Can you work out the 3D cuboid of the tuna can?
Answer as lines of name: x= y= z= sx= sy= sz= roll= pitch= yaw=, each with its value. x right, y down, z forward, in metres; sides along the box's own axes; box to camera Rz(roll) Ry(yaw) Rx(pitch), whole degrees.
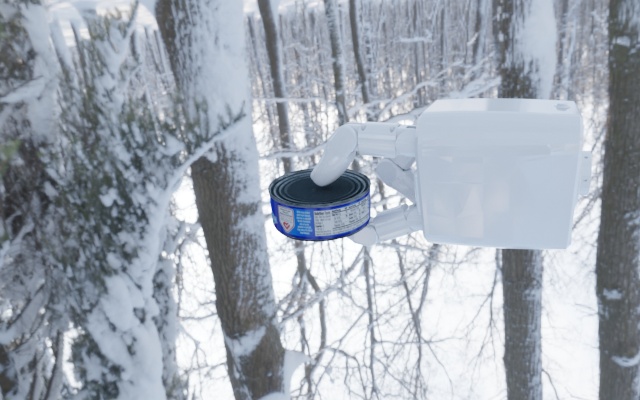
tuna can: x=0.000 y=0.002 z=0.403 sx=0.086 sy=0.034 sz=0.086 roll=-3 pitch=23 yaw=1
